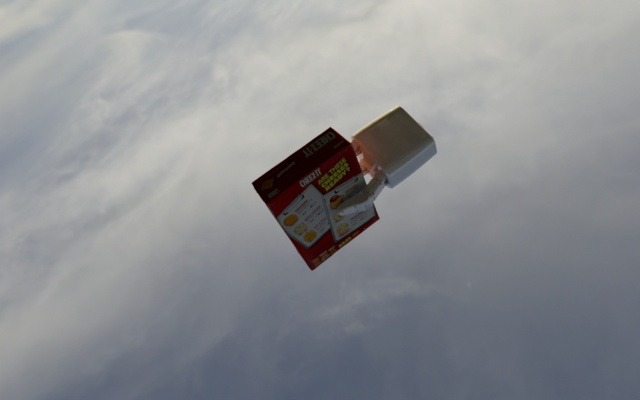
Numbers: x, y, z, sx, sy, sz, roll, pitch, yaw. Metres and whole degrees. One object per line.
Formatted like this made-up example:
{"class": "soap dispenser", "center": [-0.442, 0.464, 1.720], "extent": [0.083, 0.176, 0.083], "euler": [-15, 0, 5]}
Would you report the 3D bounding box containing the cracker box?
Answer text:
{"class": "cracker box", "center": [0.000, 0.003, 0.826], "extent": [0.072, 0.164, 0.214], "euler": [47, -10, 41]}
